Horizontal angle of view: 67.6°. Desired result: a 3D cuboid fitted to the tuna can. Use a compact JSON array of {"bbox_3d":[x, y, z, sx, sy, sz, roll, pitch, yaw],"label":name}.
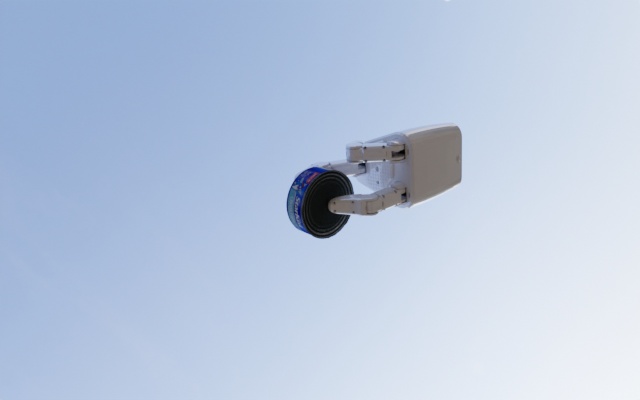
[{"bbox_3d":[0.000,0.002,0.589,0.086,0.086,0.033,0,13,-43],"label":"tuna can"}]
